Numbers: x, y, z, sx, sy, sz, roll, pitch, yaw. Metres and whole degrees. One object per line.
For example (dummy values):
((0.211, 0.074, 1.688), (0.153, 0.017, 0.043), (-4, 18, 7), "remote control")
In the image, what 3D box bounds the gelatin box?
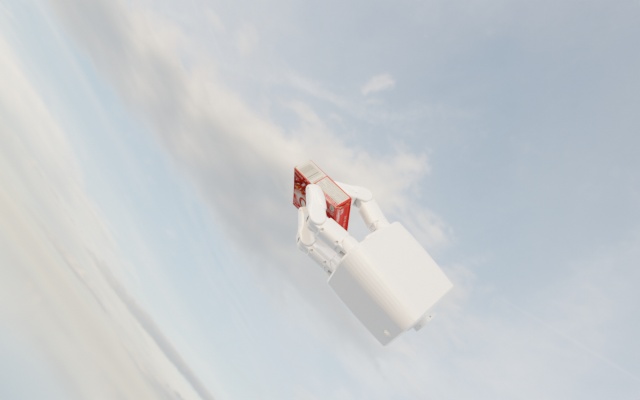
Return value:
((0.000, 0.002, 0.624), (0.030, 0.073, 0.089), (-29, 57, -27), "gelatin box")
